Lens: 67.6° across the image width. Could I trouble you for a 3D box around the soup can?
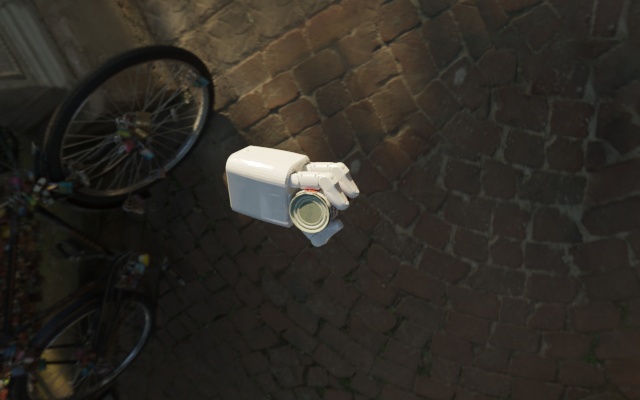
[{"bbox_3d":[0.000,0.003,0.753,0.068,0.068,0.102,0,19,21],"label":"soup can"}]
